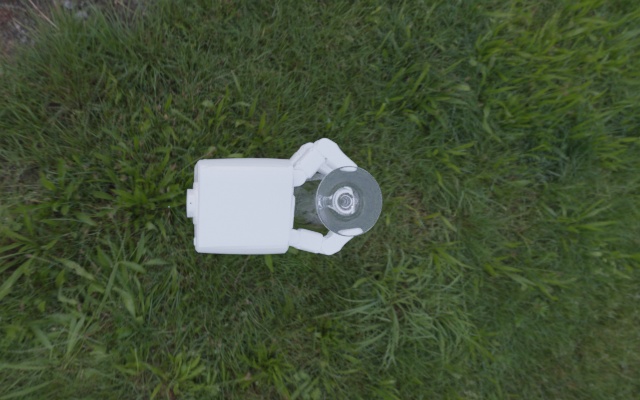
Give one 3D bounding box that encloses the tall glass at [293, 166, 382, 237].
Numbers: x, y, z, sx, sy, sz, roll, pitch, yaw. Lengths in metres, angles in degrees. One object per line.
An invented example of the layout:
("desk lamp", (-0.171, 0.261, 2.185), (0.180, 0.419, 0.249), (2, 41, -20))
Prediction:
("tall glass", (0.000, 0.002, 0.592), (0.079, 0.079, 0.201), (0, -1, -17))
